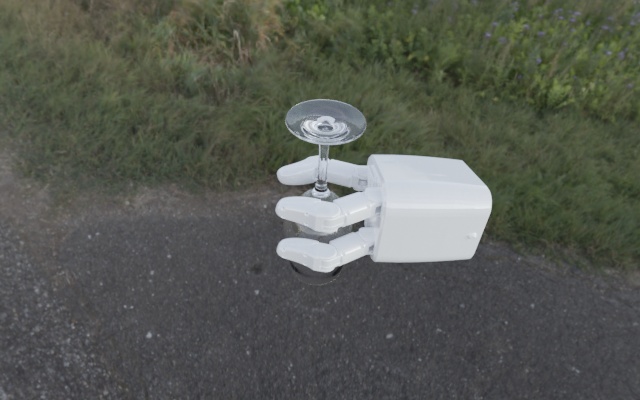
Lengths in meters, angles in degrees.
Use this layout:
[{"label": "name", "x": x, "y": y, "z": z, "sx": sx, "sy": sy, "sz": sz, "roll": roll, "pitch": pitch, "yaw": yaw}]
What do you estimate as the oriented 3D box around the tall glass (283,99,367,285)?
[{"label": "tall glass", "x": 0.000, "y": 0.001, "z": 0.498, "sx": 0.079, "sy": 0.201, "sz": 0.079, "roll": 2, "pitch": 41, "yaw": -2}]
